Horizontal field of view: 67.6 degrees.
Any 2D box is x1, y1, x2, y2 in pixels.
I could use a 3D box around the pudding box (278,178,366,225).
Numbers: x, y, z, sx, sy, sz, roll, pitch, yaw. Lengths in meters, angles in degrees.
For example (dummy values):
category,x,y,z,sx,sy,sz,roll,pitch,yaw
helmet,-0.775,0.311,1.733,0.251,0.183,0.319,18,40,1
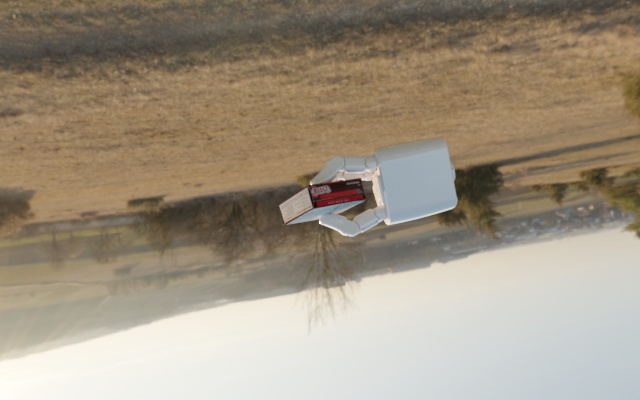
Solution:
category,x,y,z,sx,sy,sz,roll,pitch,yaw
pudding box,0.000,0.002,0.709,0.090,0.039,0.113,-8,-13,-29
